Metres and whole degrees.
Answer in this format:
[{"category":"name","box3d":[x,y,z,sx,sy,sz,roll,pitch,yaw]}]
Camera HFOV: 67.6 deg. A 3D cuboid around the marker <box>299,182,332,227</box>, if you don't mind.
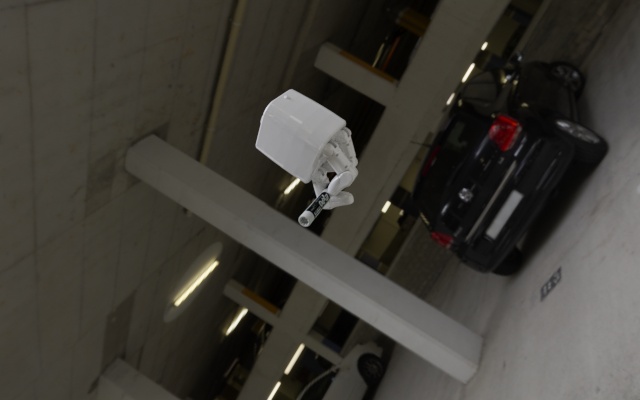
[{"category":"marker","box3d":[0.000,0.002,0.738,0.020,0.020,0.121,0,28,26]}]
